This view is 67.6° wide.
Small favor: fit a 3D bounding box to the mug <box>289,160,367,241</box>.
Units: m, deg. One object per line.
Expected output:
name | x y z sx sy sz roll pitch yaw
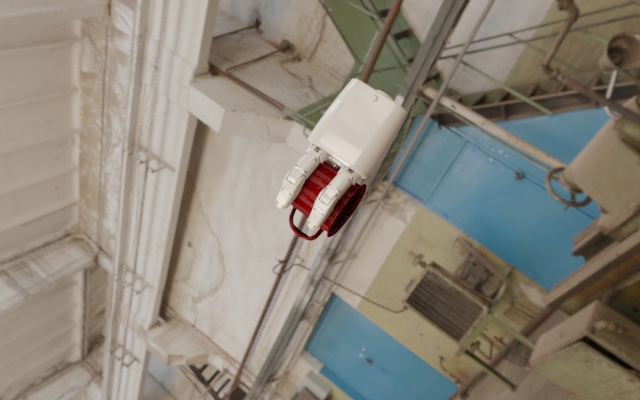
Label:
mug | -0.001 0.003 0.690 0.081 0.117 0.093 36 1 14
